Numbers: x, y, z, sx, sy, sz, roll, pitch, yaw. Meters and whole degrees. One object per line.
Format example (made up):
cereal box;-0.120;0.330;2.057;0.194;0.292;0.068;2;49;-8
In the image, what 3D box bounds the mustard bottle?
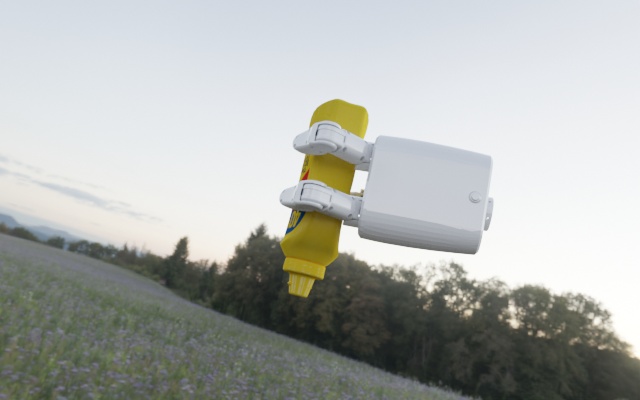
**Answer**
mustard bottle;0.000;0.001;0.483;0.058;0.191;0.096;16;-13;-12
